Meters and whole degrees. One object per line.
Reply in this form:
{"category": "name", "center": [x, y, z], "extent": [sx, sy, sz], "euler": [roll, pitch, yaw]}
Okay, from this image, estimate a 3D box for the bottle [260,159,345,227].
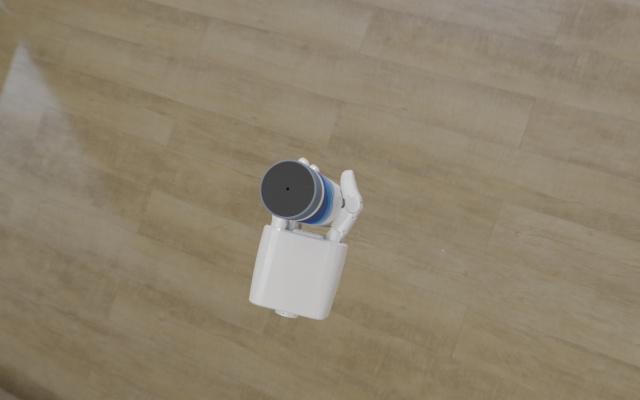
{"category": "bottle", "center": [0.000, 0.002, 0.664], "extent": [0.069, 0.069, 0.296], "euler": [0, -6, 14]}
